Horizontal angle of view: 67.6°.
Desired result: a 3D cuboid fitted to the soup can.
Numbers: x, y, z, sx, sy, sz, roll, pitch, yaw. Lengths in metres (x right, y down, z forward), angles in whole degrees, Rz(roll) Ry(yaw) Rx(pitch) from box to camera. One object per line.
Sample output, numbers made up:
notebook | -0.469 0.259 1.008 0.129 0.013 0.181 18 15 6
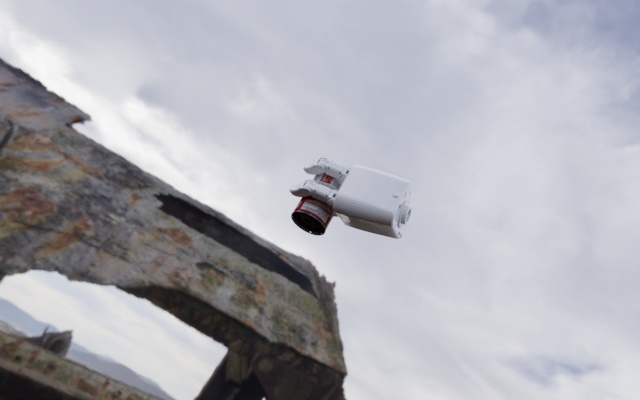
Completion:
soup can | 0.000 0.003 0.863 0.068 0.102 0.068 22 -30 14
